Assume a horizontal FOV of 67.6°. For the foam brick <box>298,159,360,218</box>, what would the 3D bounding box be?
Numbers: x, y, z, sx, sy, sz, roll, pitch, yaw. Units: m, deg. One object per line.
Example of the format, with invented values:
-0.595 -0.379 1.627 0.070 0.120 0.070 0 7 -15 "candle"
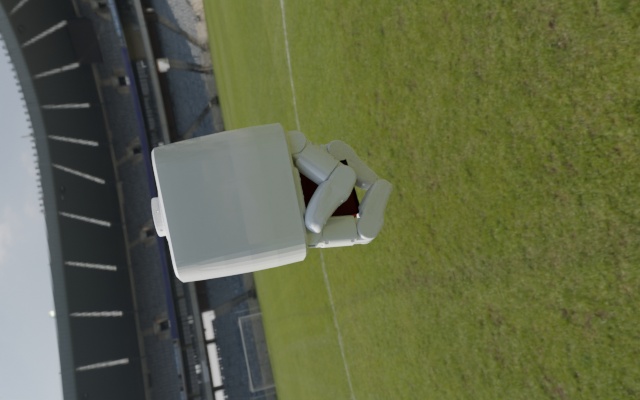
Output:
0.000 0.002 0.453 0.051 0.053 0.078 -12 -15 -12 "foam brick"
